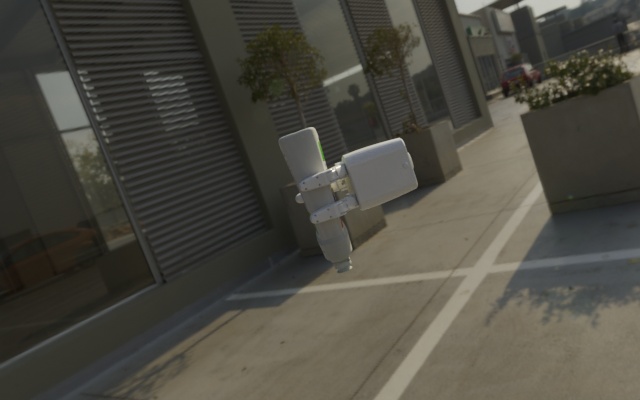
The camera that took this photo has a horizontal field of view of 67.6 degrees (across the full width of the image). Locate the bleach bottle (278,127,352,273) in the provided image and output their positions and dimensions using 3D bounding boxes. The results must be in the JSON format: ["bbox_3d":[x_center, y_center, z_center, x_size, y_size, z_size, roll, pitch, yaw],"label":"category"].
[{"bbox_3d":[0.000,0.003,0.826,0.068,0.251,0.102,-20,7,1],"label":"bleach bottle"}]
